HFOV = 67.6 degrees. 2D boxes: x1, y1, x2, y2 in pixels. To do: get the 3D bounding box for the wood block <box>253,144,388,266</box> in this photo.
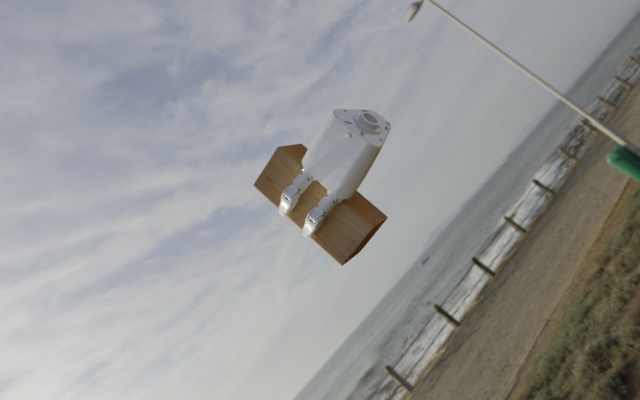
[{"bbox_3d":[0.000,0.002,0.820,0.206,0.090,0.091,42,24,13],"label":"wood block"}]
